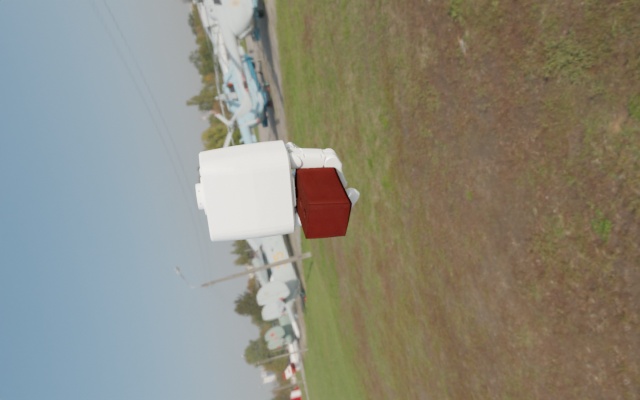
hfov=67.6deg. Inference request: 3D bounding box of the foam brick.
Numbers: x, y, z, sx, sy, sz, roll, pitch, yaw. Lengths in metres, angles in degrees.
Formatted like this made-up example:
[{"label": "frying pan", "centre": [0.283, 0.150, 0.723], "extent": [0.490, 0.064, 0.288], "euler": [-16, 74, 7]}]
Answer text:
[{"label": "foam brick", "centre": [0.000, 0.002, 0.579], "extent": [0.051, 0.053, 0.078], "euler": [-3, 37, -15]}]
